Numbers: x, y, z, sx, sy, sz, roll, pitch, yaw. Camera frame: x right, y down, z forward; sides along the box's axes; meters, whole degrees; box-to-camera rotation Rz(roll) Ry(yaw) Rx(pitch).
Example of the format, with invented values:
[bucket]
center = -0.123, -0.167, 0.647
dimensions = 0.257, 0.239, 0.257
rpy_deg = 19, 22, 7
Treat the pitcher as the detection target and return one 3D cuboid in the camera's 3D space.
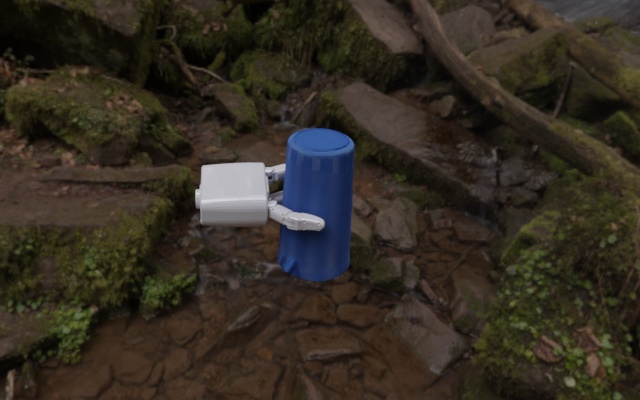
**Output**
[pitcher]
center = 0.000, 0.003, 0.824
dimensions = 0.145, 0.243, 0.149
rpy_deg = -1, 30, -8
